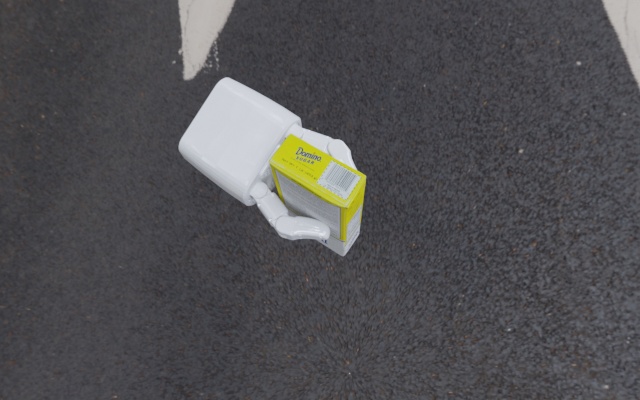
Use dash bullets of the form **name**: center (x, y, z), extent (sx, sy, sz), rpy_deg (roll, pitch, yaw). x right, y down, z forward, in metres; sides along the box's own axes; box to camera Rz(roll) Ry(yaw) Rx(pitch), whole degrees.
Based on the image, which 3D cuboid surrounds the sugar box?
- **sugar box**: center (0.000, 0.001, 0.543), extent (0.093, 0.048, 0.176), rpy_deg (32, -15, 13)
